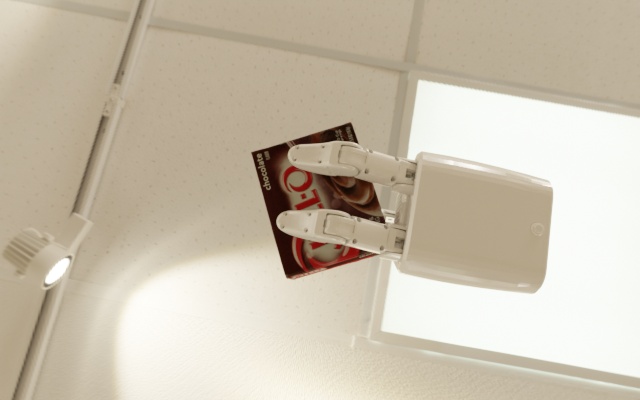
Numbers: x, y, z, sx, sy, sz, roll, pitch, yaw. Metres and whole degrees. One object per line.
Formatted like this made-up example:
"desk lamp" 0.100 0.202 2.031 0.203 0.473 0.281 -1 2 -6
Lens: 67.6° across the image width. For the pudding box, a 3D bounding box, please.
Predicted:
"pudding box" 0.000 0.001 0.405 0.090 0.113 0.039 -17 -14 -2
